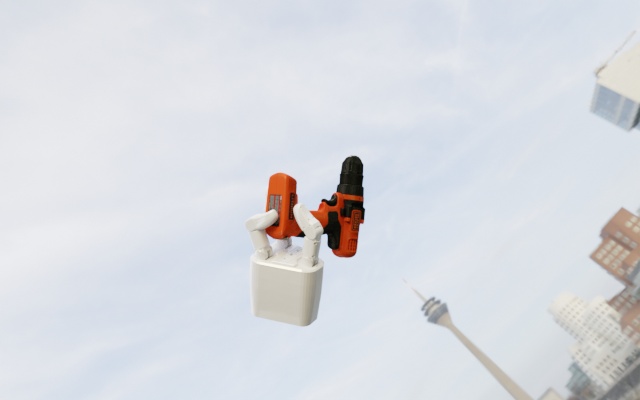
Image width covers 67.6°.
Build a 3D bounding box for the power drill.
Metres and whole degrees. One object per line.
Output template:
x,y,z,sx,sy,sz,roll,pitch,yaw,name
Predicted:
0.000,0.003,0.809,0.188,0.184,0.057,8,-6,-39,power drill
